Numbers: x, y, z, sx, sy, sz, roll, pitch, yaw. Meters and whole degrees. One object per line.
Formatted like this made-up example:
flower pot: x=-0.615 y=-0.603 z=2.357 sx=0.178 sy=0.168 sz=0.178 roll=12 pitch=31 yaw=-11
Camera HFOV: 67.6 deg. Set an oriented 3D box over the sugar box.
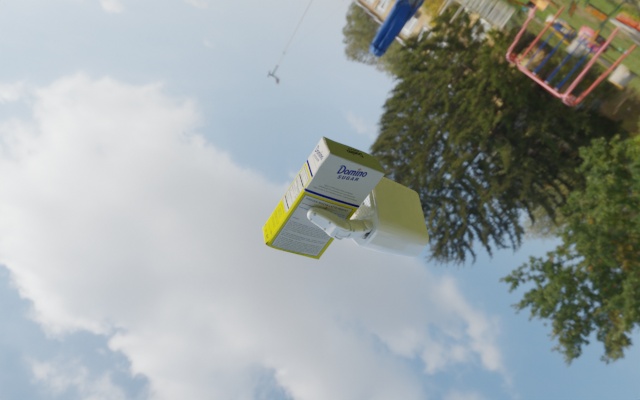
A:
sugar box: x=0.000 y=0.002 z=0.662 sx=0.093 sy=0.176 sz=0.048 roll=18 pitch=32 yaw=-30
